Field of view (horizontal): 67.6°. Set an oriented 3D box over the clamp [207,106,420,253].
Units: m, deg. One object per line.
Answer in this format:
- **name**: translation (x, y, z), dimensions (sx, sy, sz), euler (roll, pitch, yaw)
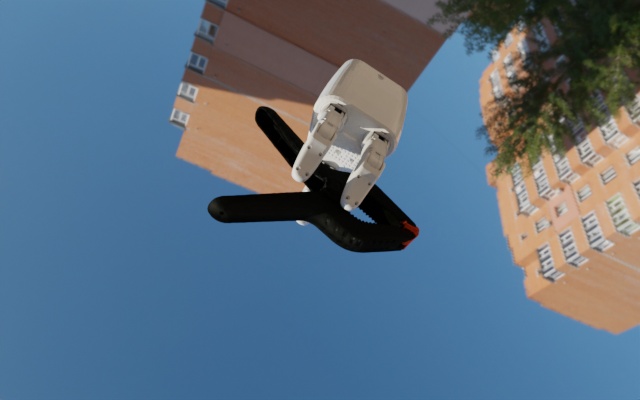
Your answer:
- **clamp**: translation (0.000, 0.002, 0.472), dimensions (0.210, 0.164, 0.036), euler (31, -47, -6)
